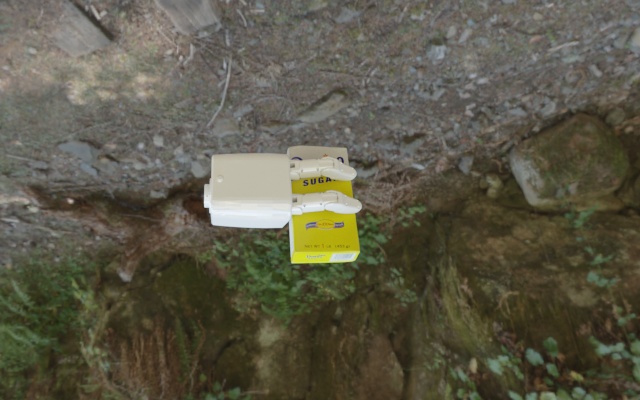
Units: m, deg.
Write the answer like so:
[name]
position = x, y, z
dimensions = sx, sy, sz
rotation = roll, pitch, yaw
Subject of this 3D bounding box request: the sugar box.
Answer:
[sugar box]
position = 0.000, 0.002, 0.695
dimensions = 0.093, 0.176, 0.048
rotation = 0, -28, -11
